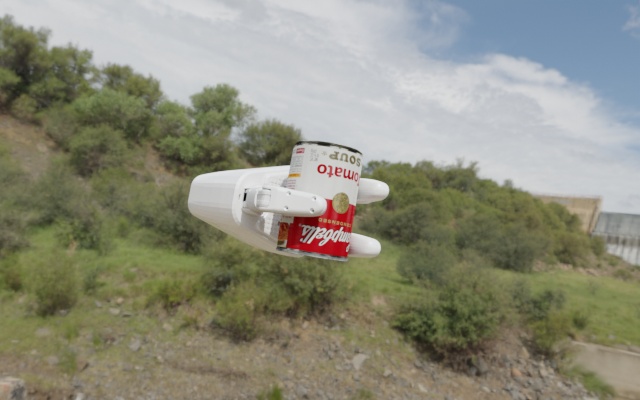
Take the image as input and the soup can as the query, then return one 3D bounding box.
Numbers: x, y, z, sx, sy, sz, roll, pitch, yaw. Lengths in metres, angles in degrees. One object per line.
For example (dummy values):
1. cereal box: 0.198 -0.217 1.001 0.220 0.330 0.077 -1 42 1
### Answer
1. soup can: 0.000 0.001 0.447 0.068 0.102 0.068 9 -5 1
